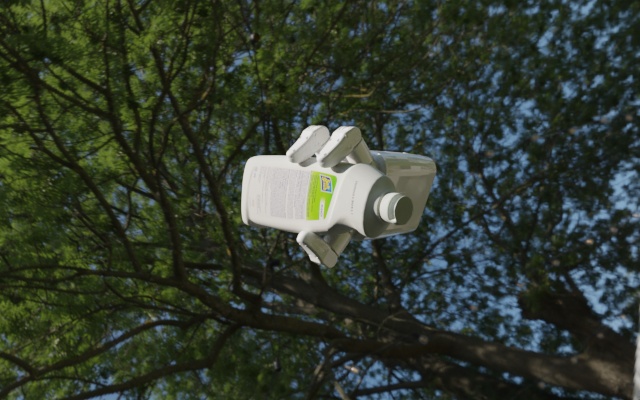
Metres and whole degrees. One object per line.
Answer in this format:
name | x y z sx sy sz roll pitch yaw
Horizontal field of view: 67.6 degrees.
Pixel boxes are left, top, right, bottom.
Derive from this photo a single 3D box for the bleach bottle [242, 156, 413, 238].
bleach bottle | 0.000 0.002 0.561 0.068 0.102 0.251 -3 9 -40
